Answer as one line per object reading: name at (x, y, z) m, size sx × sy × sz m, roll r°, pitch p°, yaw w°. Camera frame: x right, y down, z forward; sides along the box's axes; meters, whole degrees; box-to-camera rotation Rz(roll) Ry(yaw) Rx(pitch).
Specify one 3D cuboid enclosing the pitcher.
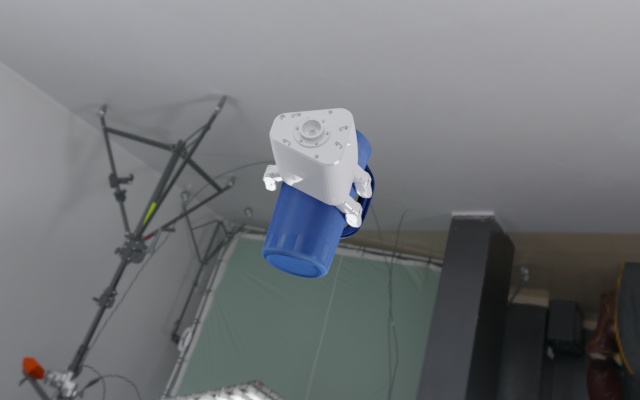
pitcher at (0.000, 0.002, 0.788) m, size 0.149 × 0.242 × 0.145 m, roll 13°, pitch -25°, yaw 11°
